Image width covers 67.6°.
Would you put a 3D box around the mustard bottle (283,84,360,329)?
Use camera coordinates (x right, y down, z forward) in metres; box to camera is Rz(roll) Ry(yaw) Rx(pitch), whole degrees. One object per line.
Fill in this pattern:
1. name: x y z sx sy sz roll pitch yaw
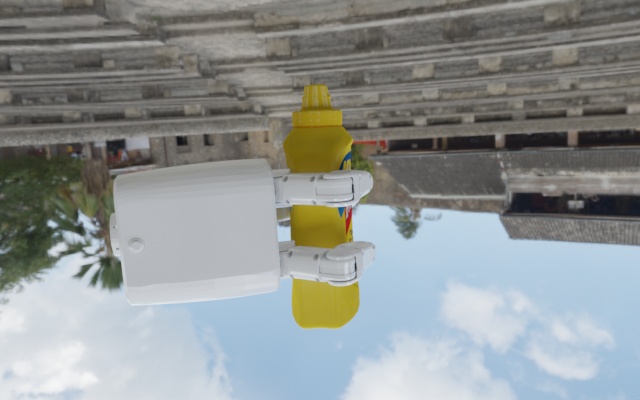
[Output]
1. mustard bottle: 0.000 0.002 0.400 0.058 0.191 0.096 -2 8 10
